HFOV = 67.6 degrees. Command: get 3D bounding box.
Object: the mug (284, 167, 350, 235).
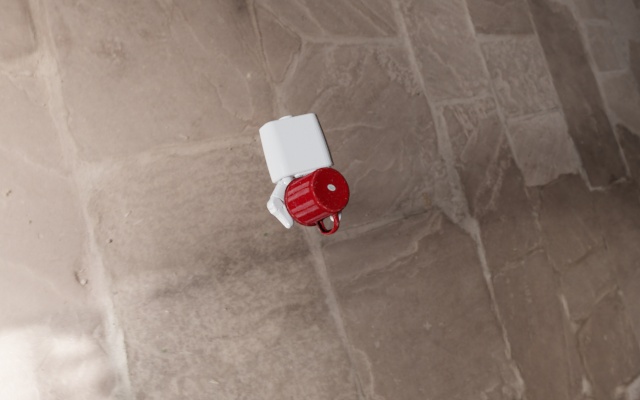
[{"bbox_3d":[0.001,0.004,0.825,0.093,0.117,0.081,-14,-7,-37],"label":"mug"}]
